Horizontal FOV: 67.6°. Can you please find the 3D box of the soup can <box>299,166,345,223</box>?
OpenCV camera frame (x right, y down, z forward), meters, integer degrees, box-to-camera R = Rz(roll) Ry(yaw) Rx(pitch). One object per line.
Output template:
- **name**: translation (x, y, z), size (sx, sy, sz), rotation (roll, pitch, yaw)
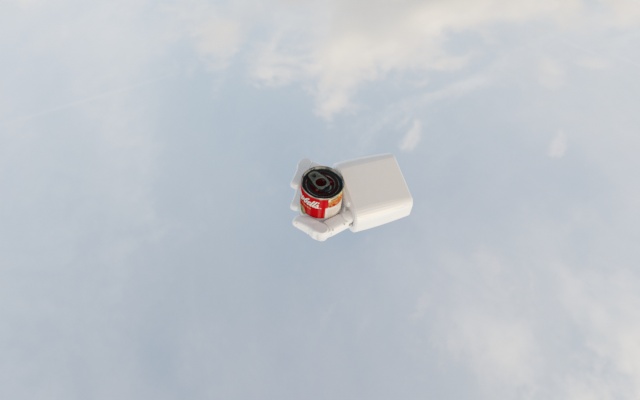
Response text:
- **soup can**: translation (0.000, 0.003, 0.775), size (0.068, 0.068, 0.102), rotation (0, -38, -5)
